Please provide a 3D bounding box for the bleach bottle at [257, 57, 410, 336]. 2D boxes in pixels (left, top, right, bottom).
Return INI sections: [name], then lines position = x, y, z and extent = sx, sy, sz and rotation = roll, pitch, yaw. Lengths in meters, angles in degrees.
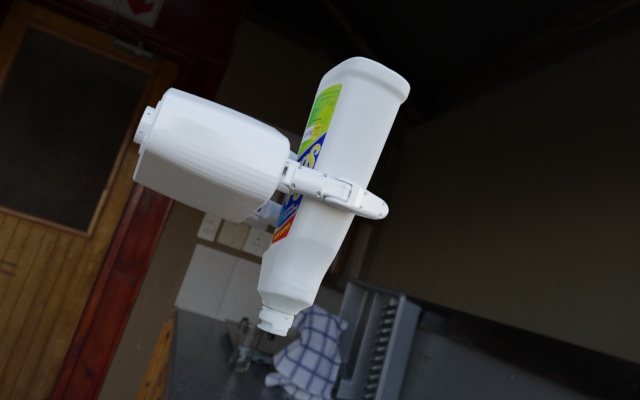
[bleach bottle]
position = 0.000, 0.001, 0.444
extent = 0.068, 0.251, 0.102
rotation = 22, -8, -21
